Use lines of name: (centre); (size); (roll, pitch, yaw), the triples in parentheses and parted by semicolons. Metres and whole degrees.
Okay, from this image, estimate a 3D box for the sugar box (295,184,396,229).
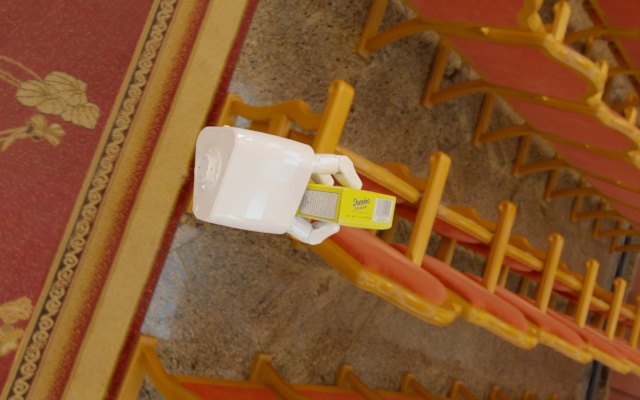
sugar box: (0.000, 0.001, 0.617); (0.093, 0.048, 0.176); (8, 3, -41)
